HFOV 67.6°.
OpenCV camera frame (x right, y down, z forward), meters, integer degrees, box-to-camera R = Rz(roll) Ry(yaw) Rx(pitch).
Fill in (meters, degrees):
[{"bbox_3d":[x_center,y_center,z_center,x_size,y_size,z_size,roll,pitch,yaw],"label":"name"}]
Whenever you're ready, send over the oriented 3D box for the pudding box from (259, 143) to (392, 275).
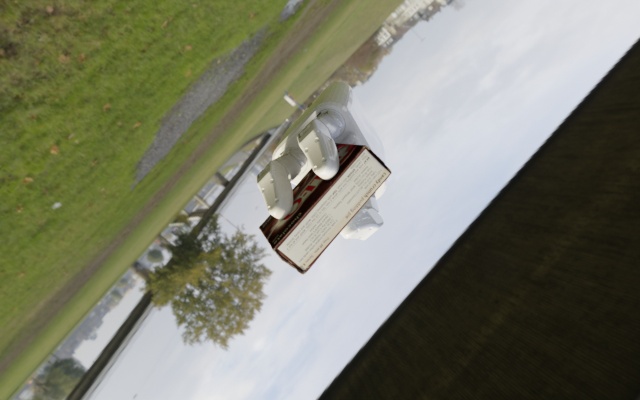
[{"bbox_3d":[0.000,0.001,0.417,0.039,0.113,0.090,40,-3,-15],"label":"pudding box"}]
